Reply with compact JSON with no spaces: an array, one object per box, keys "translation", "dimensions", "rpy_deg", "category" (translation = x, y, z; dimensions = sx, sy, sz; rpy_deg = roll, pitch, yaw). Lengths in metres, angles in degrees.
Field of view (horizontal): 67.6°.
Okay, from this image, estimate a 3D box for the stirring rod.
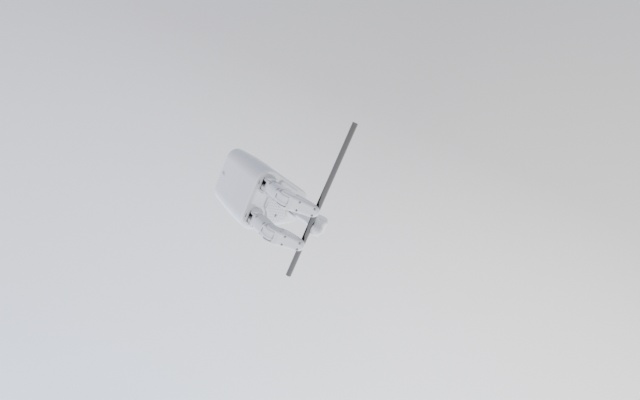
[{"translation":[0.000,0.002,0.674],"dimensions":[0.011,0.239,0.011],"rpy_deg":[23,13,-5],"category":"stirring rod"}]
